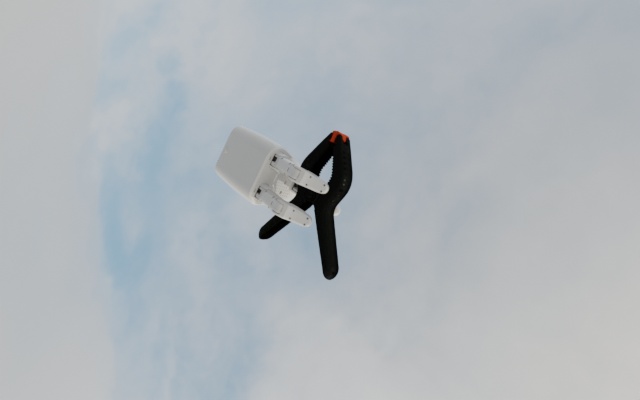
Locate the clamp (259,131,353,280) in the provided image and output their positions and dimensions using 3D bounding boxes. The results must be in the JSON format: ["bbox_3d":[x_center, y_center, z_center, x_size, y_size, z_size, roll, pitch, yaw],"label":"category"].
[{"bbox_3d":[0.001,0.002,0.711,0.164,0.210,0.036,33,11,37],"label":"clamp"}]
